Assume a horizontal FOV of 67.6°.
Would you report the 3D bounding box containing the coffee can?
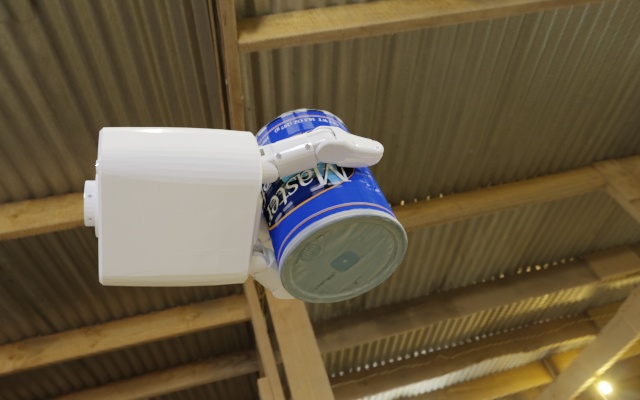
[{"bbox_3d":[0.000,0.001,0.414,0.103,0.103,0.140,0,42,-22],"label":"coffee can"}]
